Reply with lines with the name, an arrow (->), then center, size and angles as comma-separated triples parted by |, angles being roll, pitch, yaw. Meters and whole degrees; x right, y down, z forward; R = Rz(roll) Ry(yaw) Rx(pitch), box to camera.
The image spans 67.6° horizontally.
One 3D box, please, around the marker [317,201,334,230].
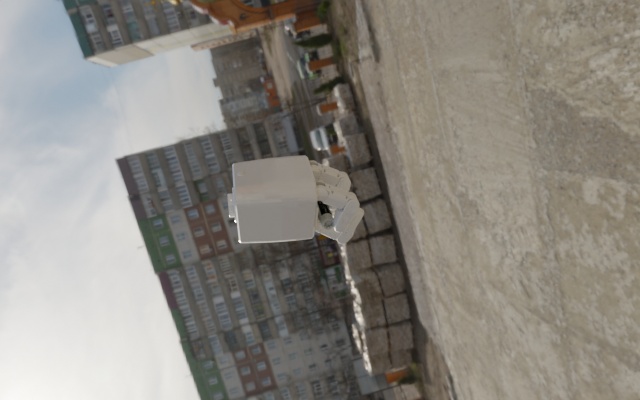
marker -> 0.000, 0.002, 0.713 | 0.020, 0.020, 0.121 | 0, 31, -13
